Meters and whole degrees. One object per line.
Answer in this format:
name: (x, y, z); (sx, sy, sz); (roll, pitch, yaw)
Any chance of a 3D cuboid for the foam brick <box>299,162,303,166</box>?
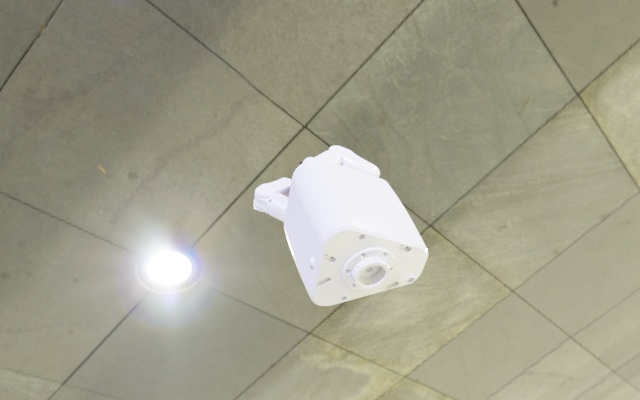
foam brick: (0.000, 0.002, 0.538); (0.053, 0.078, 0.051); (0, 35, -18)
